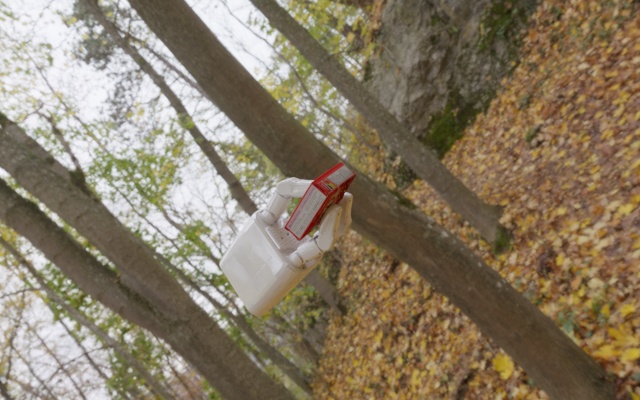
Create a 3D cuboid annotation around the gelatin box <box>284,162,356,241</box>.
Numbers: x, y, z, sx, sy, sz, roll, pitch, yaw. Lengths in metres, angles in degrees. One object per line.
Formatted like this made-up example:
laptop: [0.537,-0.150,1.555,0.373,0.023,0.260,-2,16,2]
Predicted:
gelatin box: [0.000,0.001,0.608,0.030,0.089,0.073,40,38,11]
